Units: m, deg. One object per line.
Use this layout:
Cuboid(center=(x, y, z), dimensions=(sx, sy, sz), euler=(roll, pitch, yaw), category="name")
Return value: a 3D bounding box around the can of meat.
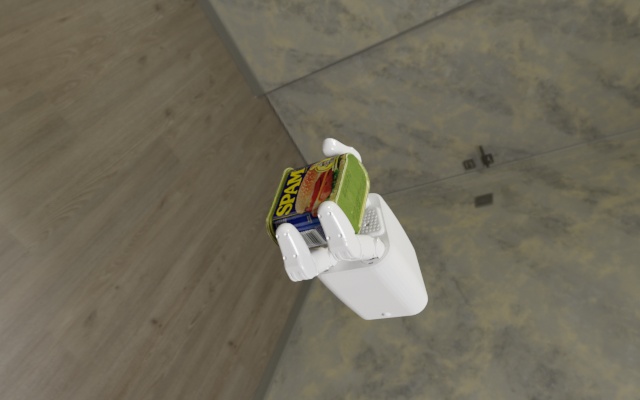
Cuboid(center=(0.000, 0.001, 0.508), dimensions=(0.084, 0.102, 0.057), euler=(-15, -50, 30), category="can of meat")
